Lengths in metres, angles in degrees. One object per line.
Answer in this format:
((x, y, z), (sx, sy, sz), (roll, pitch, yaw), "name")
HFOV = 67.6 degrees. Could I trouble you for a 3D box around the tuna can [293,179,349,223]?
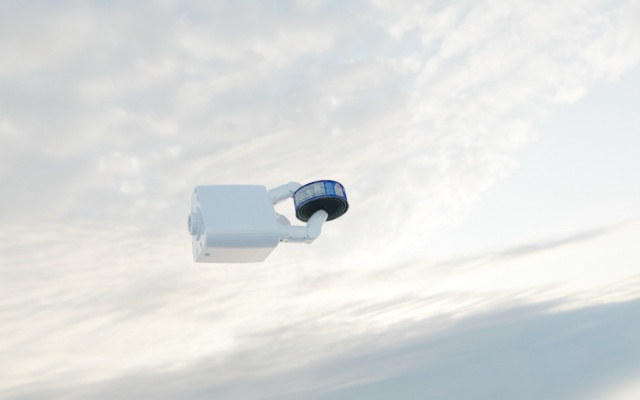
((0.000, 0.002, 0.749), (0.086, 0.033, 0.086), (-9, -28, -5), "tuna can")
